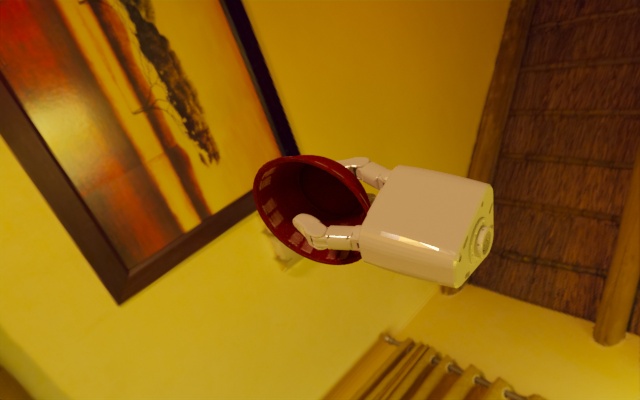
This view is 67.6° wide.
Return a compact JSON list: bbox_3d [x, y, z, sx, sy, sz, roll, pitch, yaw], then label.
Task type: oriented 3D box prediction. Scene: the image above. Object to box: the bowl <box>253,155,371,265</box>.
[{"bbox_3d":[-0.001,0.001,0.580,0.162,0.162,0.055,0,37,33],"label":"bowl"}]
